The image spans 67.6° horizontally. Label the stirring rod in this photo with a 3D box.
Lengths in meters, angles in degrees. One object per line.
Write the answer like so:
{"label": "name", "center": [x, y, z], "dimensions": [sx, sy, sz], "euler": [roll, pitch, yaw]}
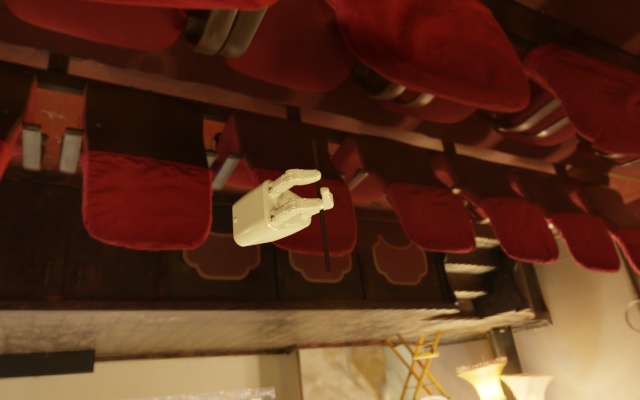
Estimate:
{"label": "stirring rod", "center": [0.000, 0.003, 0.808], "dimensions": [0.011, 0.239, 0.011], "euler": [-6, -24, -3]}
